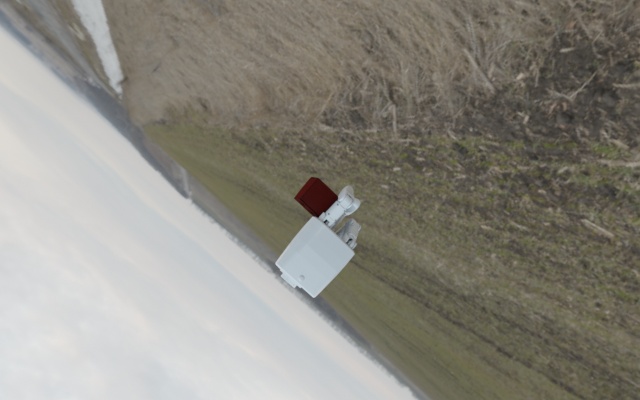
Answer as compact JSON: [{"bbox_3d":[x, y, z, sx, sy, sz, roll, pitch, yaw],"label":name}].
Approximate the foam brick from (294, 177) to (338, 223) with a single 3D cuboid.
[{"bbox_3d":[0.000,0.003,0.850,0.078,0.051,0.053,43,-8,-12],"label":"foam brick"}]
